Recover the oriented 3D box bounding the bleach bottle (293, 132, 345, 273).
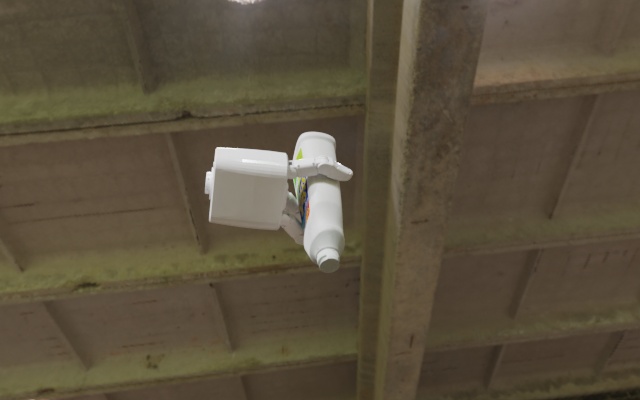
[{"bbox_3d":[0.000,0.002,0.736,0.068,0.103,0.250,6,38,-13],"label":"bleach bottle"}]
